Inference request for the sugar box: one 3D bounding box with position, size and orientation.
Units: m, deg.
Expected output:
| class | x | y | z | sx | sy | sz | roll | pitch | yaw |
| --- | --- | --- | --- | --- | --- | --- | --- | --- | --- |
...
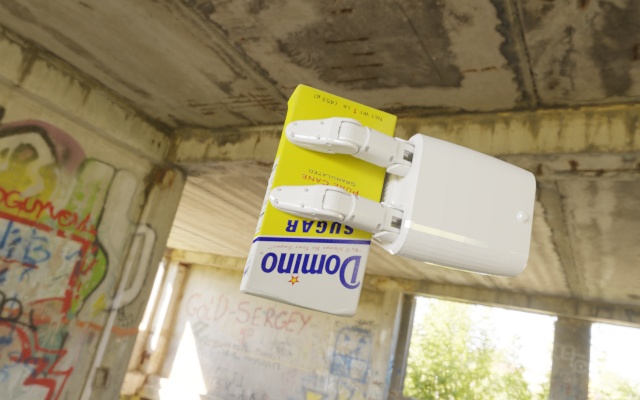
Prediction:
| class | x | y | z | sx | sy | sz | roll | pitch | yaw |
| --- | --- | --- | --- | --- | --- | --- | --- | --- | --- |
| sugar box | 0.000 | 0.001 | 0.400 | 0.093 | 0.176 | 0.048 | 15 | -16 | -11 |
